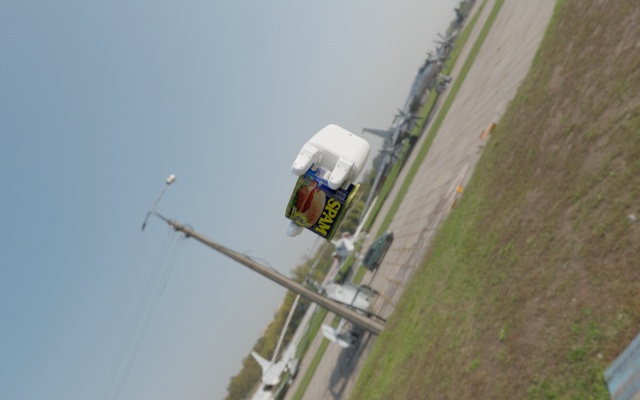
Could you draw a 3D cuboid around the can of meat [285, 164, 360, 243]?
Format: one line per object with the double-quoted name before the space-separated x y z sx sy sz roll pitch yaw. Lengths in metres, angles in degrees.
"can of meat" 0.000 0.002 0.729 0.084 0.102 0.057 28 37 5
